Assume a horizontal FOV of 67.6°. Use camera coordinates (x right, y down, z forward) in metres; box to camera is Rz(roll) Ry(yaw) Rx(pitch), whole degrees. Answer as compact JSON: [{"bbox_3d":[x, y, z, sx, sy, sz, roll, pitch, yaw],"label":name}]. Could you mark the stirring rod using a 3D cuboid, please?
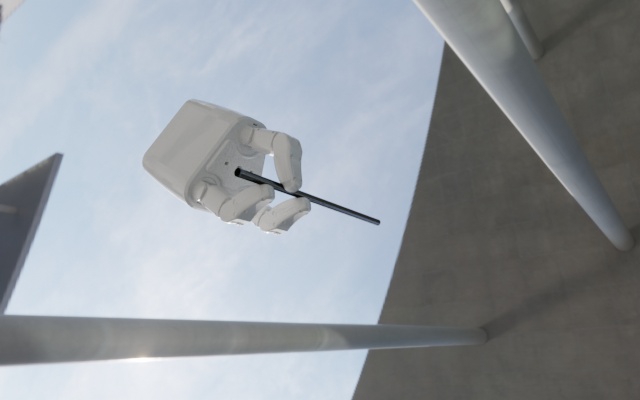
[{"bbox_3d":[0.000,0.002,0.504,0.011,0.011,0.239,0,-13,37],"label":"stirring rod"}]
